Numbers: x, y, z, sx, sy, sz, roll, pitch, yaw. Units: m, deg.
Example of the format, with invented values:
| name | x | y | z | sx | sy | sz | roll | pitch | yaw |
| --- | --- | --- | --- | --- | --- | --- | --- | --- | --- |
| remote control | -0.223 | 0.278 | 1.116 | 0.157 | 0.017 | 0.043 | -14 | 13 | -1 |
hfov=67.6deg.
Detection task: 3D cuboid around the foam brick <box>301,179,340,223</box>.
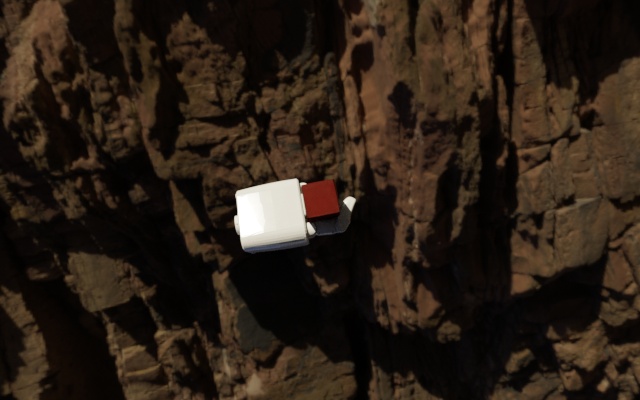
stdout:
| name | x | y | z | sx | sy | sz | roll | pitch | yaw |
| --- | --- | --- | --- | --- | --- | --- | --- | --- | --- |
| foam brick | 0.000 | 0.002 | 0.743 | 0.051 | 0.053 | 0.078 | -10 | -8 | -2 |
